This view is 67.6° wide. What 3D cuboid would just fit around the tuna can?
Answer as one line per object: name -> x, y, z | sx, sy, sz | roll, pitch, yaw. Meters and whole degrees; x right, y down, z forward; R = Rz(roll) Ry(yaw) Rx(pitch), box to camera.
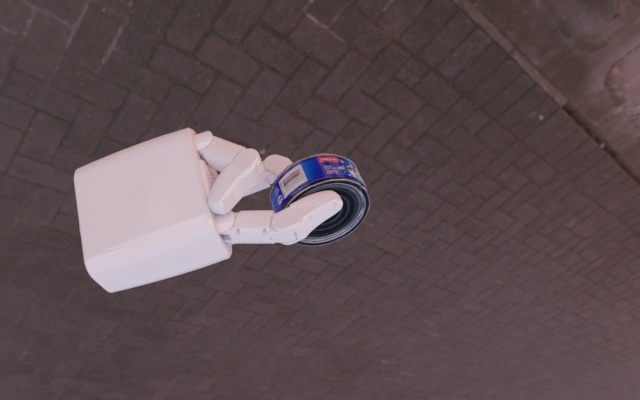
tuna can -> 0.000, 0.002, 0.425 | 0.086, 0.086, 0.033 | 0, 43, -24
